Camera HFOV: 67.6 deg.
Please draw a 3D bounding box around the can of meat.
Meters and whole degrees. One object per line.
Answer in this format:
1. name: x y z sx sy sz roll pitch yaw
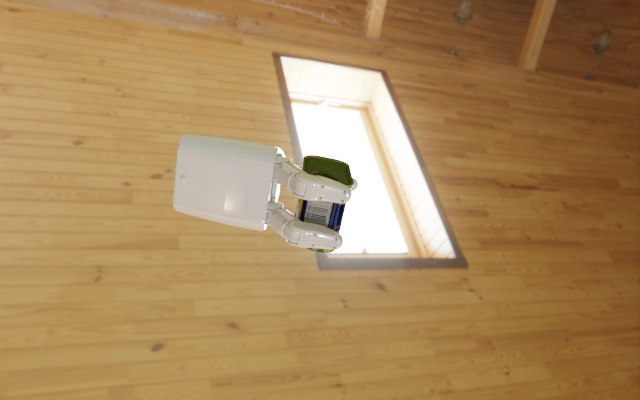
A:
1. can of meat: 0.000 0.002 0.560 0.057 0.084 0.102 10 20 -5
